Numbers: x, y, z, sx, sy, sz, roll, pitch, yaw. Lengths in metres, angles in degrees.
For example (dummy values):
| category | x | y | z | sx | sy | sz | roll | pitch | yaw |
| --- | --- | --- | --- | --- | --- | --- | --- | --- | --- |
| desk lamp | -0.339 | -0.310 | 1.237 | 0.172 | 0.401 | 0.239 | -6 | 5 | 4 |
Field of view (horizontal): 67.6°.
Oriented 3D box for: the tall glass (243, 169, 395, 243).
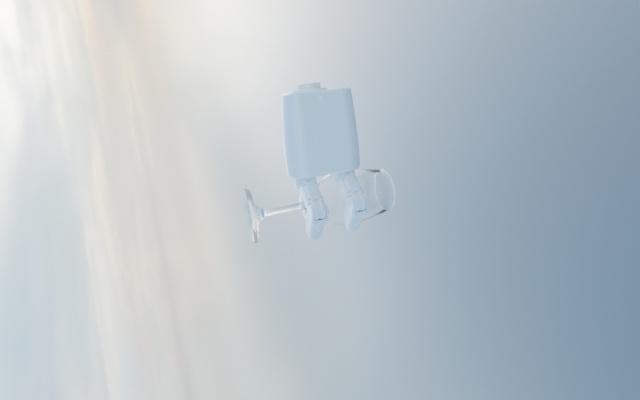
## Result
| category | x | y | z | sx | sy | sz | roll | pitch | yaw |
| --- | --- | --- | --- | --- | --- | --- | --- | --- | --- |
| tall glass | -0.001 | 0.002 | 0.656 | 0.201 | 0.079 | 0.079 | -10 | 3 | -19 |
